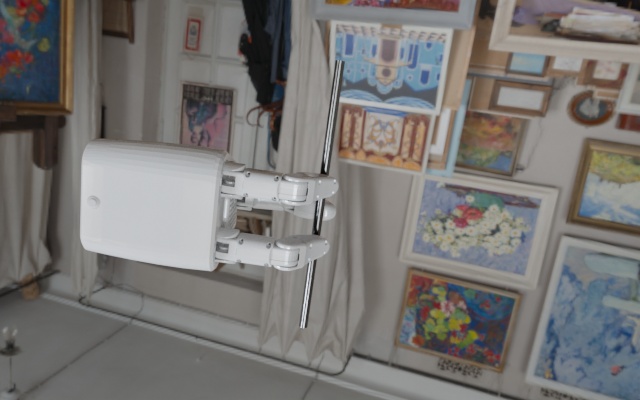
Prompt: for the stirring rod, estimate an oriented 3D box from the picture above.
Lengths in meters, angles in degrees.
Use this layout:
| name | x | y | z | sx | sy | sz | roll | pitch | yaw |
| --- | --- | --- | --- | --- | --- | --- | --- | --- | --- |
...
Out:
| name | x | y | z | sx | sy | sz | roll | pitch | yaw |
| --- | --- | --- | --- | --- | --- | --- | --- | --- | --- |
| stirring rod | 0.000 | 0.001 | 0.419 | 0.011 | 0.239 | 0.011 | 8 | 13 | -2 |
